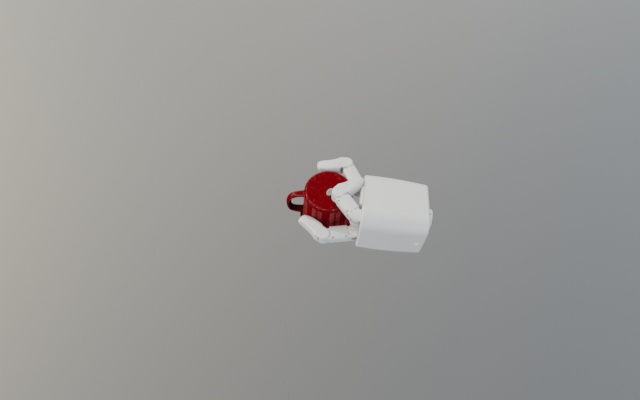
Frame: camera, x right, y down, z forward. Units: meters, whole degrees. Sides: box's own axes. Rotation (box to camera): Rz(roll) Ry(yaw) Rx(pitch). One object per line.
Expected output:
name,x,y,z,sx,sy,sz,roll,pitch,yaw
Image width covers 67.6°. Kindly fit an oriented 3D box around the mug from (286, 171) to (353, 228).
mug,-0.001,0.002,0.817,0.117,0.093,0.081,6,-31,1
